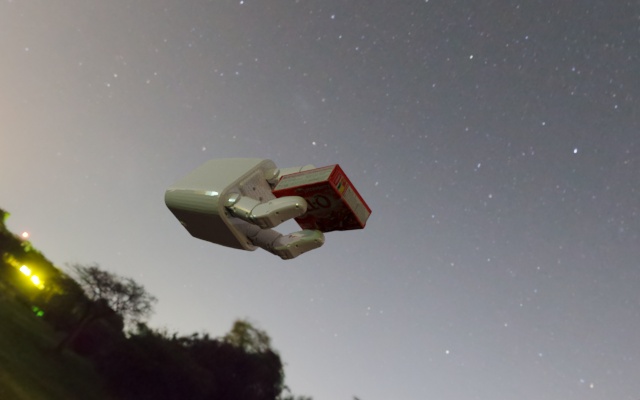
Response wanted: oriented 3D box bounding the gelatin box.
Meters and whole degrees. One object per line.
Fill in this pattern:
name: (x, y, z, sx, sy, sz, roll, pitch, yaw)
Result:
gelatin box: (0.001, 0.001, 0.526, 0.089, 0.030, 0.073, -9, -51, 41)
